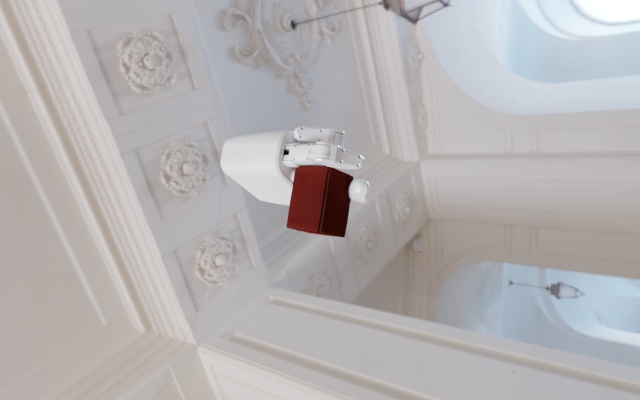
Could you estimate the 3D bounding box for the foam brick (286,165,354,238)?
[{"bbox_3d":[0.000,0.002,0.566,0.051,0.078,0.053,3,-9,37],"label":"foam brick"}]
